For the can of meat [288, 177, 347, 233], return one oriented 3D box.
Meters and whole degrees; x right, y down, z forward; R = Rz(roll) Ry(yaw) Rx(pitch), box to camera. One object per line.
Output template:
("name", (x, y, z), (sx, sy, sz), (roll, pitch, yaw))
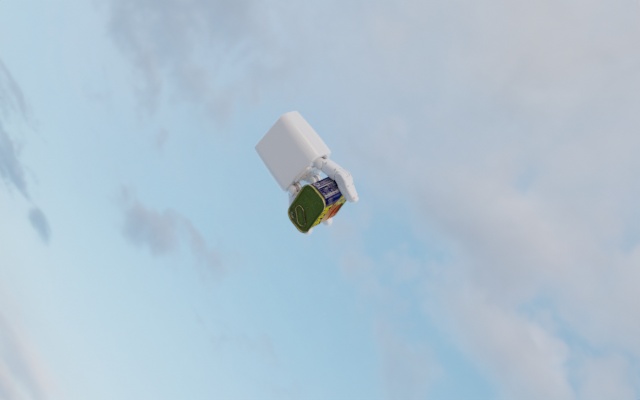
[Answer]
("can of meat", (0.000, 0.003, 0.867), (0.084, 0.057, 0.102), (-26, -20, -43))
